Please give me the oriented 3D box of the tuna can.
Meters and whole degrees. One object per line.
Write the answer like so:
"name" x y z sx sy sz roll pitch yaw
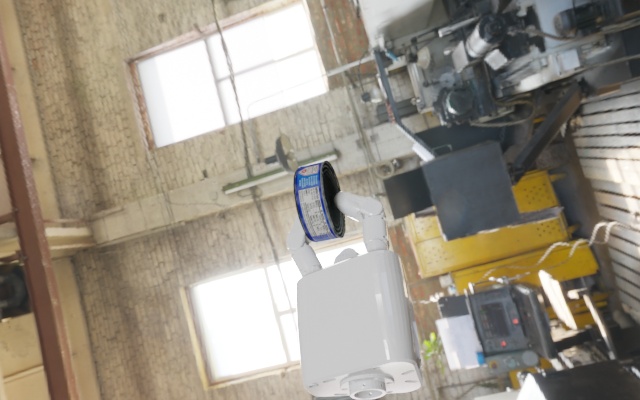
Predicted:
"tuna can" 0.000 0.002 0.521 0.034 0.086 0.086 -12 -3 14
